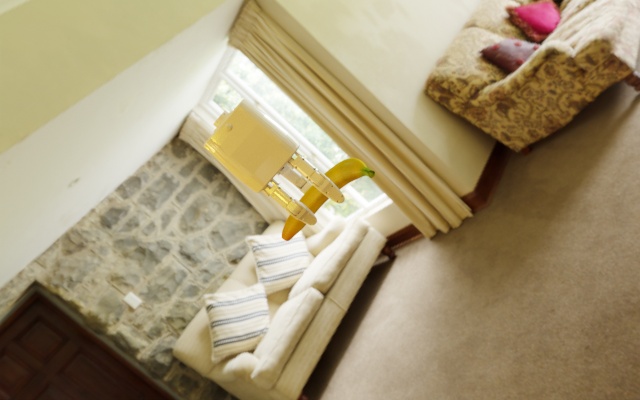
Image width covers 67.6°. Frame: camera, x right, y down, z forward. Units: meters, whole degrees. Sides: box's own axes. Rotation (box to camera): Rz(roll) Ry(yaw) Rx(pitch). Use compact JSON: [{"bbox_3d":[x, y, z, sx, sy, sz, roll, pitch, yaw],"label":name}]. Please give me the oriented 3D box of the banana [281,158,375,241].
[{"bbox_3d":[0.004,-0.010,0.759,0.198,0.037,0.069,-40,21,28],"label":"banana"}]
